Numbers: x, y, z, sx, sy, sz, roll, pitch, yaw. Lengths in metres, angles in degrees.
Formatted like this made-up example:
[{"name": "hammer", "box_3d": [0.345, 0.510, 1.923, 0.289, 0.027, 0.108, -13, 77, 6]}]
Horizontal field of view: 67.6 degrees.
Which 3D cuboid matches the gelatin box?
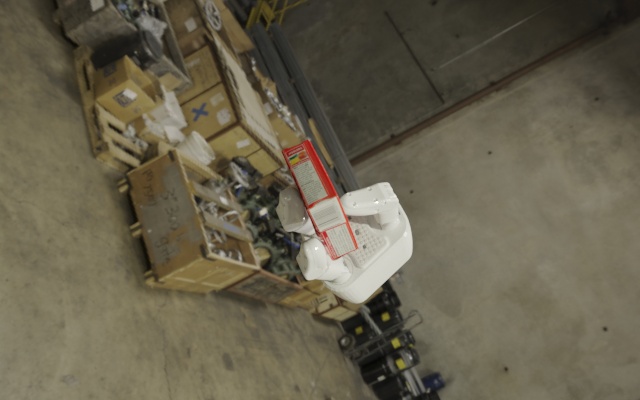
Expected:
[{"name": "gelatin box", "box_3d": [0.000, 0.001, 0.429, 0.030, 0.073, 0.089, -24, -38, 0]}]
